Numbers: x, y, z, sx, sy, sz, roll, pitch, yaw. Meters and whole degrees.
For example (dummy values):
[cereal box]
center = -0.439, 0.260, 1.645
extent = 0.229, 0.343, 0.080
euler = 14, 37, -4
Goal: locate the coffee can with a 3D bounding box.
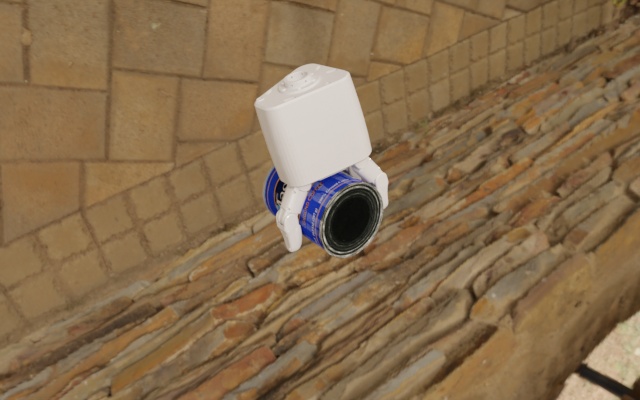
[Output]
[coffee can]
center = 0.000, 0.002, 0.647
extent = 0.103, 0.103, 0.140
euler = 0, 20, -39
